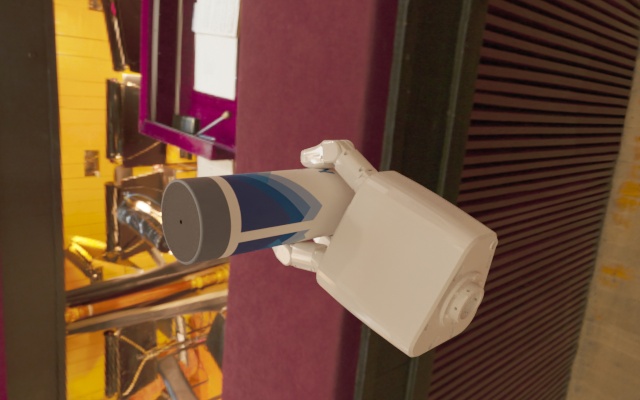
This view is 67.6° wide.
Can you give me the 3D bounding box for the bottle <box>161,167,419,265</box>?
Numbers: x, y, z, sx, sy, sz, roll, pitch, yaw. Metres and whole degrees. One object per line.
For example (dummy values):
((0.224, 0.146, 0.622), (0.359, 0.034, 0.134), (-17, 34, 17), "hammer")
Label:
((0.000, 0.001, 0.463), (0.295, 0.069, 0.069), (-8, 5, -43), "bottle")
